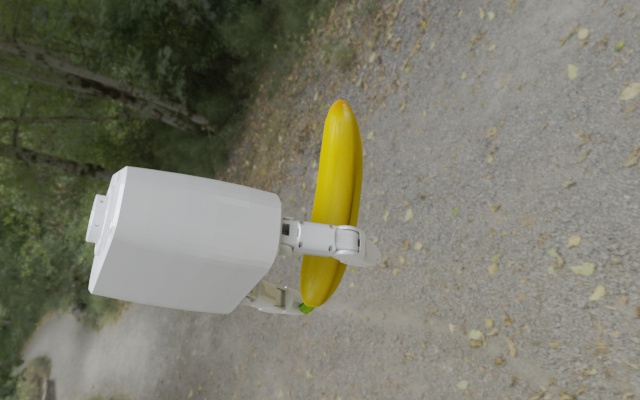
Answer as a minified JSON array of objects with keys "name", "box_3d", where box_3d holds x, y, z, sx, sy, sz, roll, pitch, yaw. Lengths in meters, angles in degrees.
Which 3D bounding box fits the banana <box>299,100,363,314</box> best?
[{"name":"banana","box_3d":[0.007,0.006,0.408,0.037,0.198,0.069,12,-1,-25]}]
